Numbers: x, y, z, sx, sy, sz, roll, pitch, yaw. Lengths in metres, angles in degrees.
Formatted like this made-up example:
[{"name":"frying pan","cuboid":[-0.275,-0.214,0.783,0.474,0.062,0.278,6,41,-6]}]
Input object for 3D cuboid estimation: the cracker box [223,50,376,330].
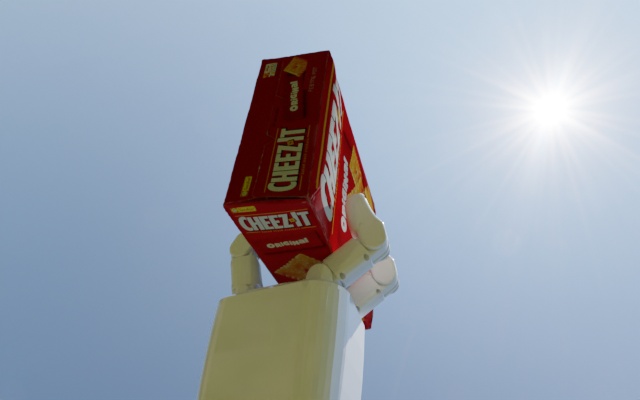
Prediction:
[{"name":"cracker box","cuboid":[0.000,0.002,0.439,0.072,0.164,0.214,-5,-39,15]}]
